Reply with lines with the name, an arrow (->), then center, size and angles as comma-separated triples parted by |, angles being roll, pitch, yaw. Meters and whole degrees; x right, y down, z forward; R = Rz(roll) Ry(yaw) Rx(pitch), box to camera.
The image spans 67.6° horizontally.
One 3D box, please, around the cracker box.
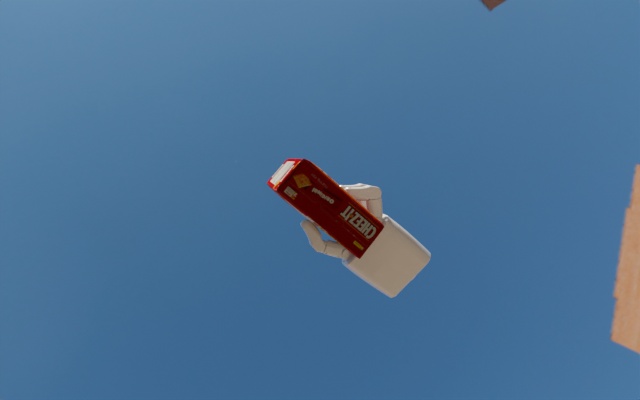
cracker box -> 0.000, 0.003, 0.795 | 0.164, 0.072, 0.213 | 39, -3, -11
